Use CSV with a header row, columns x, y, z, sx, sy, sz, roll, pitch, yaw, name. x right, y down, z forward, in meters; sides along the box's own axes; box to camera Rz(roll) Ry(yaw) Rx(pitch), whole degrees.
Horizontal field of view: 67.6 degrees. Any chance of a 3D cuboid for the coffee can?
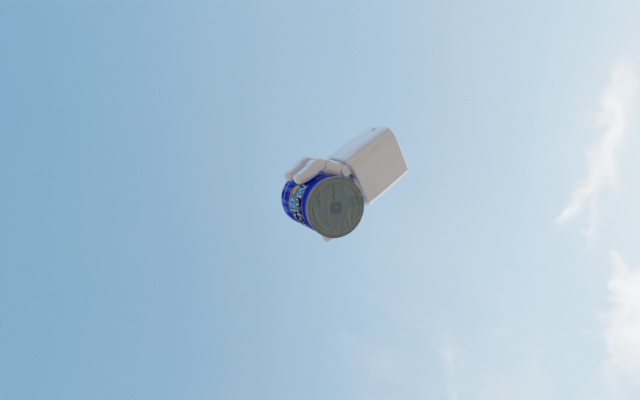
x,y,z,sx,sy,sz,roll,pitch,yaw,name
0.000,0.003,0.843,0.103,0.103,0.140,0,8,-23,coffee can
